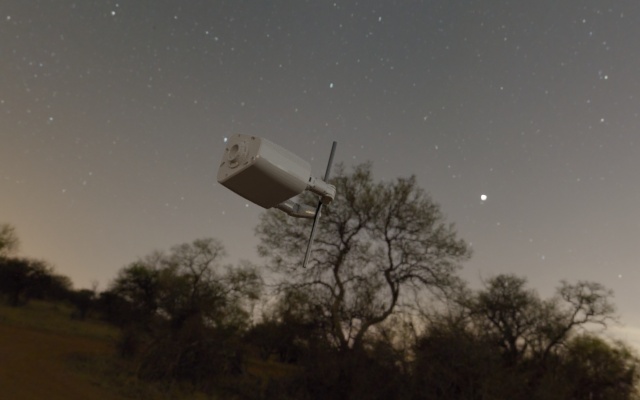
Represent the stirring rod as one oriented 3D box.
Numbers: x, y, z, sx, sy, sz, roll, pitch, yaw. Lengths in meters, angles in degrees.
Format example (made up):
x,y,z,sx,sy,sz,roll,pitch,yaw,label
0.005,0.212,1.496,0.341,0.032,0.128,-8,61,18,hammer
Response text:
x,y,z,sx,sy,sz,roll,pitch,yaw,label
0.000,0.003,0.848,0.011,0.239,0.011,12,-18,4,stirring rod
